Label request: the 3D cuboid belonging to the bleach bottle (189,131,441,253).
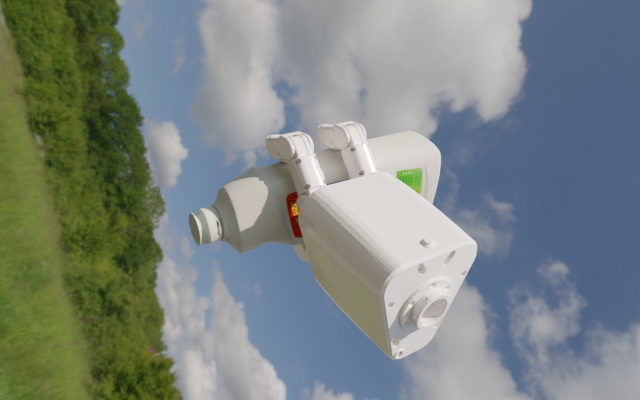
[{"bbox_3d":[0.000,0.001,0.462,0.251,0.103,0.068,-16,40,-29],"label":"bleach bottle"}]
